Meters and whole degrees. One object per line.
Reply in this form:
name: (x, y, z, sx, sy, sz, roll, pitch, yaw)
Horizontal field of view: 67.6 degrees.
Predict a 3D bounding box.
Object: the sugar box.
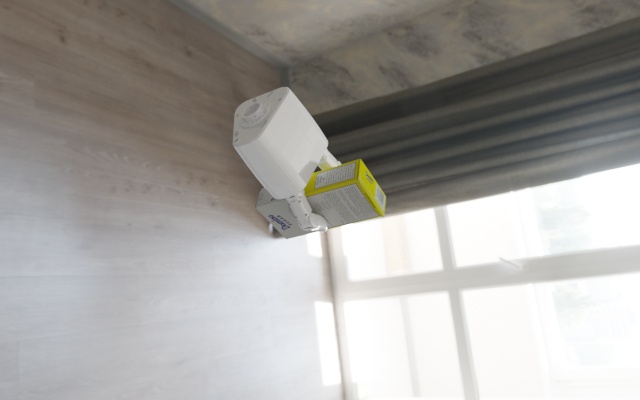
sugar box: (0.000, 0.002, 0.722, 0.176, 0.048, 0.093, -13, -44, 28)
